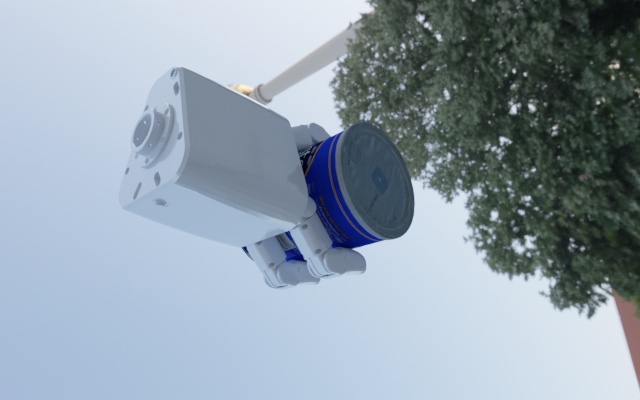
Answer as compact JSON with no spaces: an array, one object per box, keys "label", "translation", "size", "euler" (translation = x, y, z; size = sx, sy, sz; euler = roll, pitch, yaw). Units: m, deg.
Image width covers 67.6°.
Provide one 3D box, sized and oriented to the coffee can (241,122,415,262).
[{"label":"coffee can","translation":[0.000,0.001,0.443],"size":[0.140,0.102,0.103],"euler":[-21,-13,39]}]
